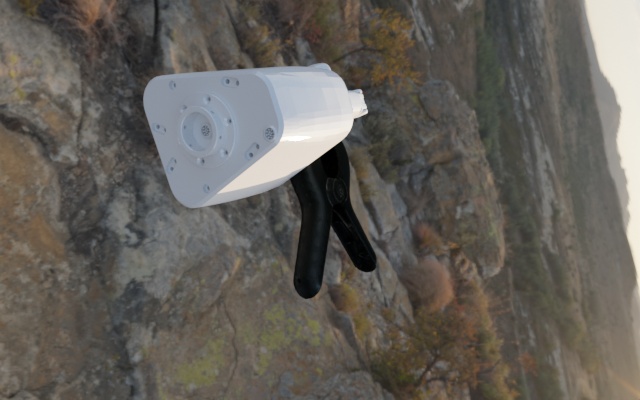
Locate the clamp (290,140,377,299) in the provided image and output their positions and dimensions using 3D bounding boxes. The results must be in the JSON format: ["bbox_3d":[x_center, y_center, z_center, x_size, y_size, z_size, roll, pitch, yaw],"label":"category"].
[{"bbox_3d":[0.001,0.001,0.429,0.039,0.171,0.120,-15,5,28],"label":"clamp"}]
